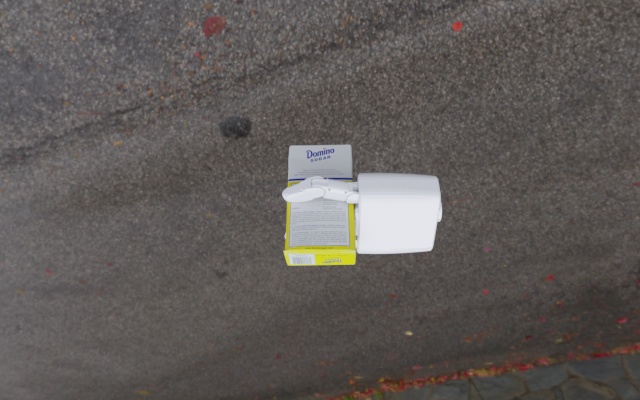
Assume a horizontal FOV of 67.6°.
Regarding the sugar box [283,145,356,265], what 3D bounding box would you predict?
[{"bbox_3d":[0.000,0.003,0.664,0.093,0.176,0.048,0,-36,2],"label":"sugar box"}]
